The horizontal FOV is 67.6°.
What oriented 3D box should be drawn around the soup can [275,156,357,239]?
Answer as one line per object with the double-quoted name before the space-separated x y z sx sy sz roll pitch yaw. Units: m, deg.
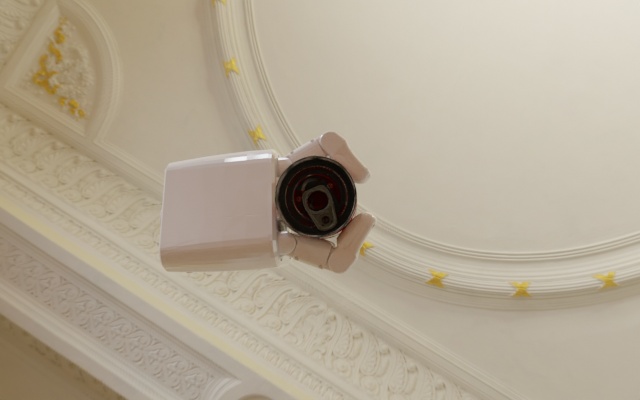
"soup can" 0.001 0.001 0.440 0.068 0.068 0.102 0 -5 5
